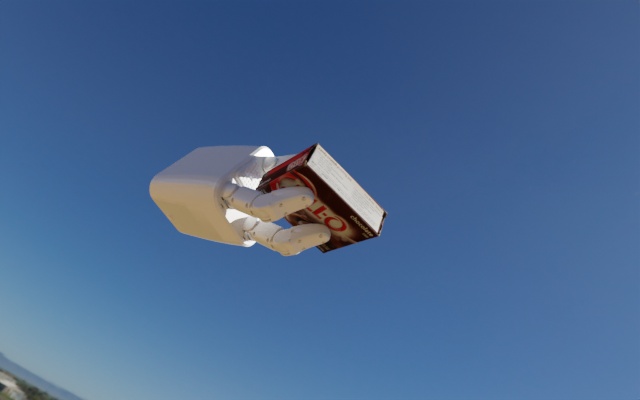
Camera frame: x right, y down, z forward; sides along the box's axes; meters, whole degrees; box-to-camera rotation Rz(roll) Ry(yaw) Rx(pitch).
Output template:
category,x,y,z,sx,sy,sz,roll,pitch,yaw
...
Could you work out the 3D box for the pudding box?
category,x,y,z,sx,sy,sz,roll,pitch,yaw
pudding box,0.000,0.002,0.505,0.113,0.039,0.090,41,-38,-22
